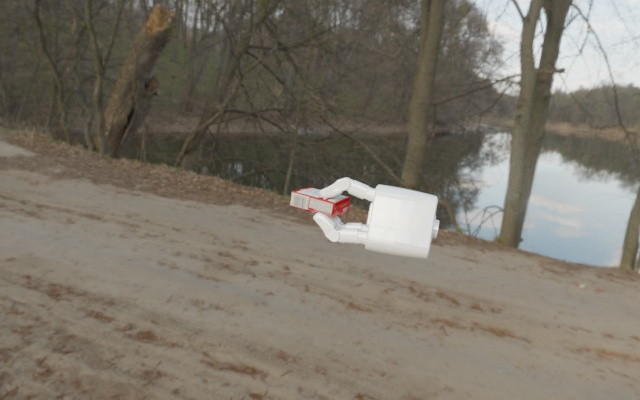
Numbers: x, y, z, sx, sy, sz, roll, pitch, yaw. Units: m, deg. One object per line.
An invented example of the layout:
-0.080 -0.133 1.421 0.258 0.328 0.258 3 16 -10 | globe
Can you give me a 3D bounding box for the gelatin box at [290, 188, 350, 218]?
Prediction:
0.000 0.002 0.871 0.089 0.030 0.073 15 14 22 | gelatin box
